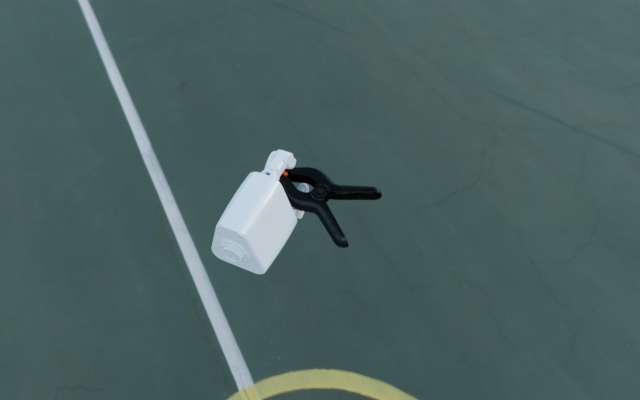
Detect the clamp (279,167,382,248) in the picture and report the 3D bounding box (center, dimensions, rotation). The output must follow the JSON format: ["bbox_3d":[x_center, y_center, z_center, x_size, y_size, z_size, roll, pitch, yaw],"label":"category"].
[{"bbox_3d":[0.000,0.002,0.761,0.171,0.120,0.039,19,-36,14],"label":"clamp"}]
